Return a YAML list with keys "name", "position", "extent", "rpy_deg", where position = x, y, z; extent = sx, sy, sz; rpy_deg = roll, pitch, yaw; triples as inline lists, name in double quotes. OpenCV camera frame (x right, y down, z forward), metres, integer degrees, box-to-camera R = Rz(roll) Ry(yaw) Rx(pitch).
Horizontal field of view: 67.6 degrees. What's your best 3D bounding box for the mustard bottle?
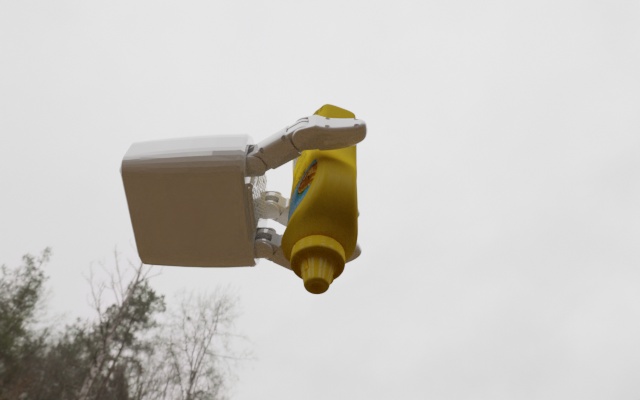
- name: "mustard bottle"
  position: [0.000, 0.001, 0.410]
  extent: [0.058, 0.096, 0.191]
  rpy_deg: [18, 37, -11]
